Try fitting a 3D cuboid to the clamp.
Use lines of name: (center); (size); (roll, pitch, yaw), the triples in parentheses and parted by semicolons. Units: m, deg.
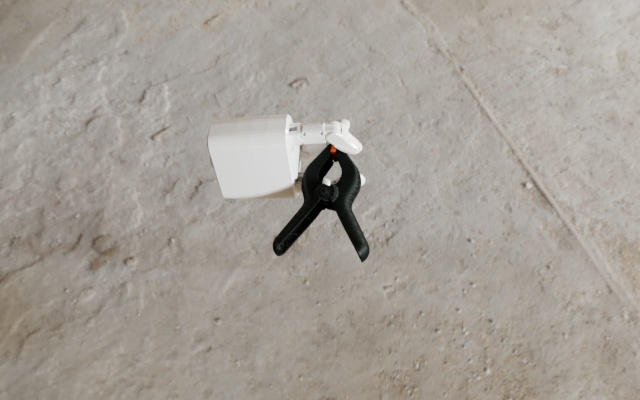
clamp: (0.000, 0.002, 0.614); (0.120, 0.171, 0.039); (-2, -32, 6)
